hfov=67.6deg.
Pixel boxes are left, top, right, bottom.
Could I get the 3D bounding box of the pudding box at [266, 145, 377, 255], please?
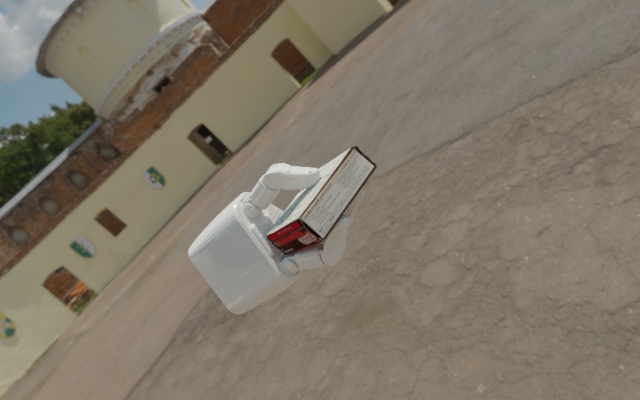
[{"bbox_3d":[0.000,0.002,0.513,0.039,0.113,0.090,42,-29,-12],"label":"pudding box"}]
